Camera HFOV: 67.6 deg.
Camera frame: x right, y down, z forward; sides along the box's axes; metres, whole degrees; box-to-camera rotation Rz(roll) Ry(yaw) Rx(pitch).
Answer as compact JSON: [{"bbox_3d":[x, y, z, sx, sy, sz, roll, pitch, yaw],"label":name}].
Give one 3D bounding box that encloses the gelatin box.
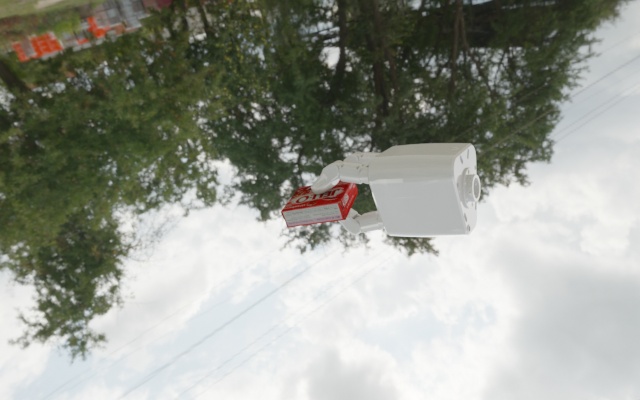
[{"bbox_3d":[0.000,0.003,0.656,0.089,0.030,0.073,-10,24,24],"label":"gelatin box"}]
